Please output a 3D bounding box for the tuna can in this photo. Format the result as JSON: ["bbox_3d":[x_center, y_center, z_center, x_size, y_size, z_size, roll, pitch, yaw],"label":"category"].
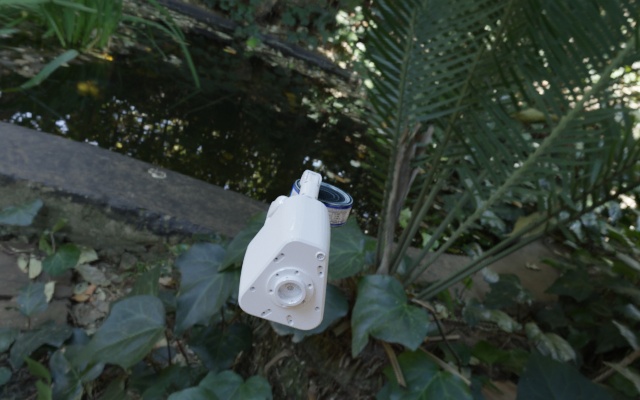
[{"bbox_3d":[0.000,0.002,0.653,0.086,0.034,0.086,17,19,-6],"label":"tuna can"}]
